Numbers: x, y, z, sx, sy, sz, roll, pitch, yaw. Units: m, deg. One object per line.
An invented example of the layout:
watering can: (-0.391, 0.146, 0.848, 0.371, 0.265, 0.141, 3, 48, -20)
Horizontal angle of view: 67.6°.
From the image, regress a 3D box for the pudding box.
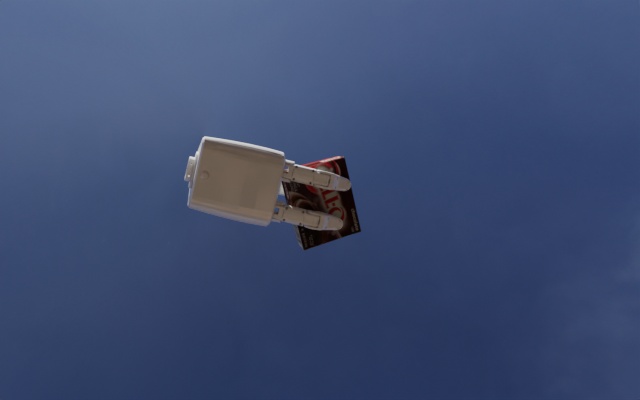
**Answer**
pudding box: (0.000, 0.002, 0.670, 0.090, 0.113, 0.039, -17, 14, -16)
